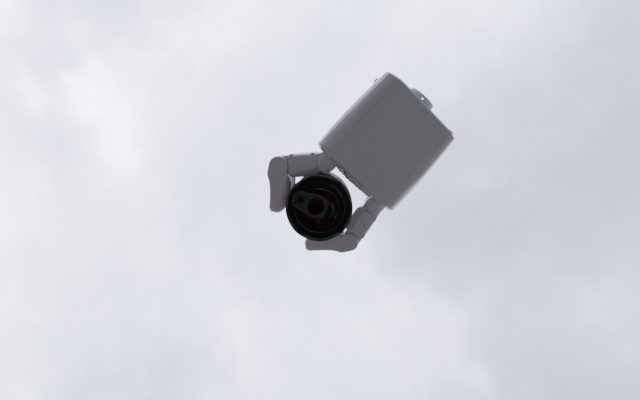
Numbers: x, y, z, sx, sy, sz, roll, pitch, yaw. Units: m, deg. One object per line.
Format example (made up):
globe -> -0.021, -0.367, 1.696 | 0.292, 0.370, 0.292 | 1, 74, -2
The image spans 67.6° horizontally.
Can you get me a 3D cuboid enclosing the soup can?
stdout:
soup can -> 0.000, 0.002, 0.529 | 0.068, 0.068, 0.102 | 0, 7, 2
